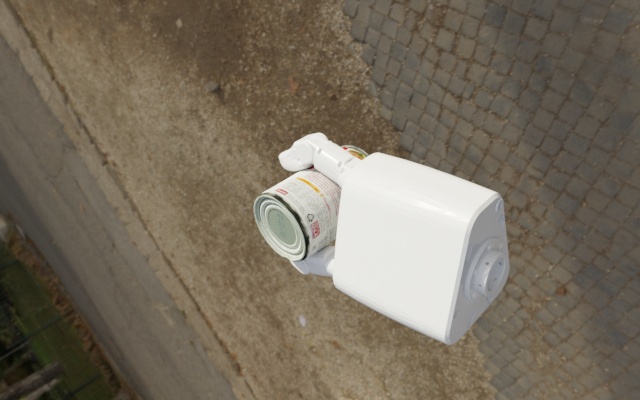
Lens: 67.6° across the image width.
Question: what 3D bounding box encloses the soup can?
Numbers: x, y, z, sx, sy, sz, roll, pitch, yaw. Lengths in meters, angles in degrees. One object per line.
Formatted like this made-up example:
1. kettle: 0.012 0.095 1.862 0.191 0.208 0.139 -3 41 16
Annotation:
1. soup can: -0.001 0.001 0.429 0.102 0.068 0.068 -33 20 -34
